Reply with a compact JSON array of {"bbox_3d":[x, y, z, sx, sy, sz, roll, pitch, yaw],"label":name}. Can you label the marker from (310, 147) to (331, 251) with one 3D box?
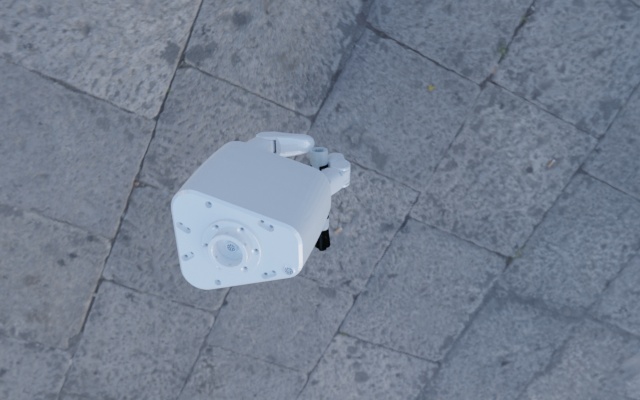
[{"bbox_3d":[0.000,0.002,0.520,0.020,0.121,0.020,-2,26,1],"label":"marker"}]
